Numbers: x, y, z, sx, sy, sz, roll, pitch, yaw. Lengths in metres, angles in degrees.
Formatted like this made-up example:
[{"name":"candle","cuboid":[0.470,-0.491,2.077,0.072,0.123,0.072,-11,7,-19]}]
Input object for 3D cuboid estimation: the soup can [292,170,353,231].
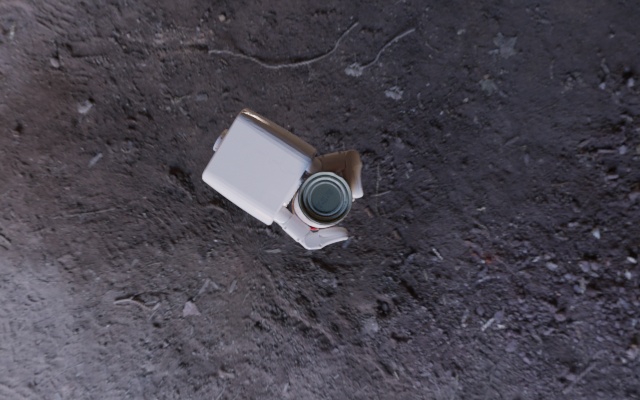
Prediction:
[{"name":"soup can","cuboid":[0.000,0.002,0.613,0.068,0.068,0.102,0,-6,-7]}]
